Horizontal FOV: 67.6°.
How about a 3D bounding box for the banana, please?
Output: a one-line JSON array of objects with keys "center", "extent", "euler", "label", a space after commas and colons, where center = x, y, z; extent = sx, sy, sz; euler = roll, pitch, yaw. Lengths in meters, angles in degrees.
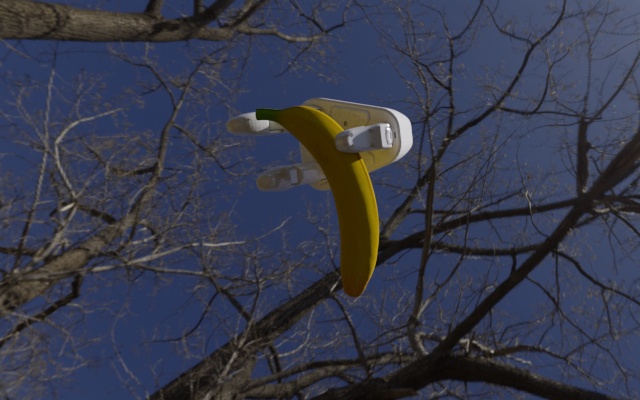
[{"center": [0.014, -0.009, 0.442], "extent": [0.069, 0.198, 0.037], "euler": [-26, 1, 18], "label": "banana"}]
